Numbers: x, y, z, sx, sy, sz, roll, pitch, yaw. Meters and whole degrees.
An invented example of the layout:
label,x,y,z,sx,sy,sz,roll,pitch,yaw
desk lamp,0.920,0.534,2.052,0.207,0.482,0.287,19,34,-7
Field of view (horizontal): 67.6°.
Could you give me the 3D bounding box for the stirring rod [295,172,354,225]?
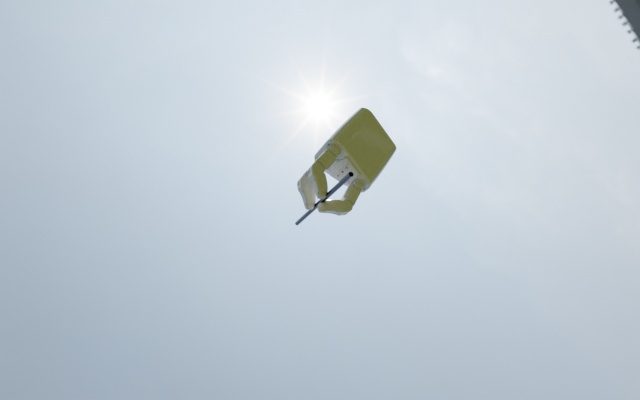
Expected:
label,x,y,z,sx,sy,sz,roll,pitch,yaw
stirring rod,0.000,0.003,0.798,0.011,0.011,0.240,0,-20,-23
